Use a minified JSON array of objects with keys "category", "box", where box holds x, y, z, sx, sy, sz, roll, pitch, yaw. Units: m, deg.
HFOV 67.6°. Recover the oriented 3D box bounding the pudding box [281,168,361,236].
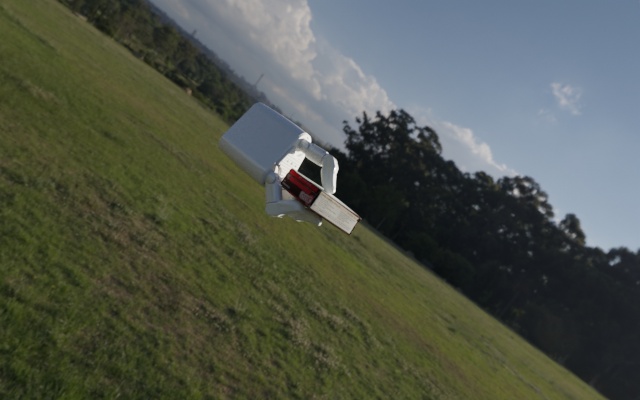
[{"category":"pudding box","box":[0.000,0.002,0.760,0.113,0.039,0.090,32,5,-43]}]
